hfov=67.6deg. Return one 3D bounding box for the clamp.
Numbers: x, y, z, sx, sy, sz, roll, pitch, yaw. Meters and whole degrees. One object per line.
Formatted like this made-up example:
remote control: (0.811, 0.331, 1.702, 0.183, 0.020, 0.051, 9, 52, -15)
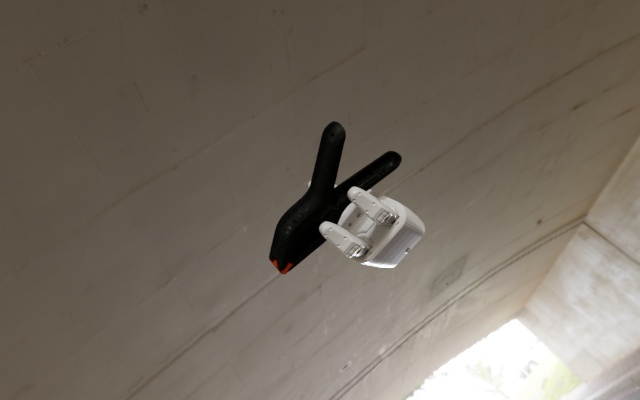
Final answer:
clamp: (-0.001, 0.002, 0.576, 0.036, 0.210, 0.164, 46, 11, 30)
